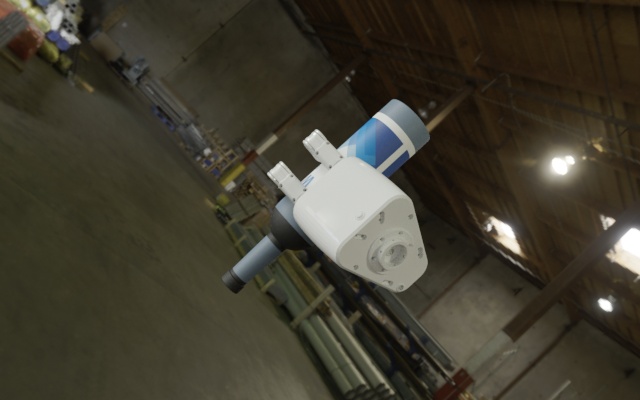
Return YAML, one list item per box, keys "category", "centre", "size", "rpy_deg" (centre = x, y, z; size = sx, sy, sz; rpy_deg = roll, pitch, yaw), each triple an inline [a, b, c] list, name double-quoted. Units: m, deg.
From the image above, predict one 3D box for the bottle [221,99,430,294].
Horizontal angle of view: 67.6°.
- category: "bottle"
  centre: [0.000, 0.002, 0.572]
  size: [0.295, 0.069, 0.069]
  rpy_deg: [-42, 2, -2]
